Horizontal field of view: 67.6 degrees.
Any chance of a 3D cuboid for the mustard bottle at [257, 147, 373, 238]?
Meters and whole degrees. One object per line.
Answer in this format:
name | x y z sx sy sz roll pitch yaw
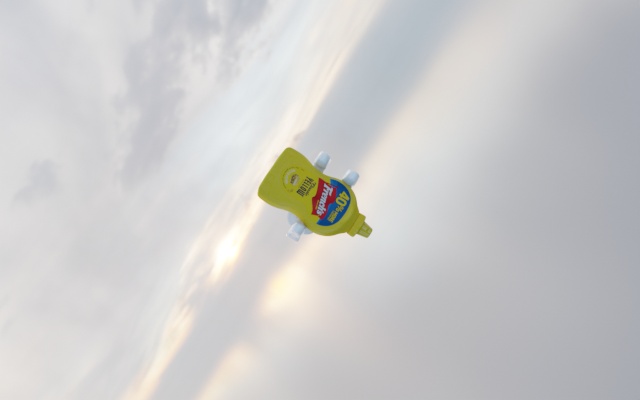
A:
mustard bottle | 0.000 0.002 0.773 0.191 0.096 0.058 33 -18 -1
